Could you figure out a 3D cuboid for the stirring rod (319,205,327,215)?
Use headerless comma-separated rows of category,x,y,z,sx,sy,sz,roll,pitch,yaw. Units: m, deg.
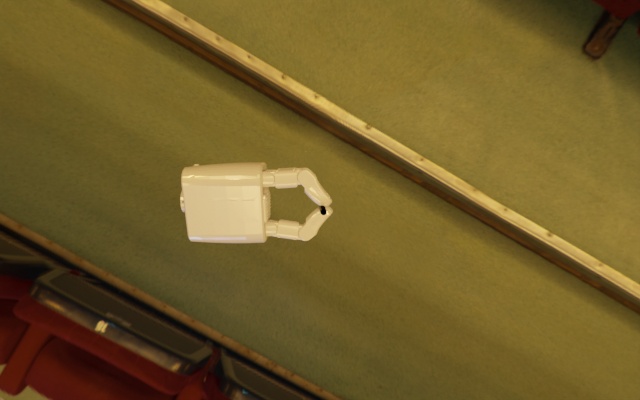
stirring rod,0.000,0.002,0.714,0.011,0.011,0.239,0,6,-2
